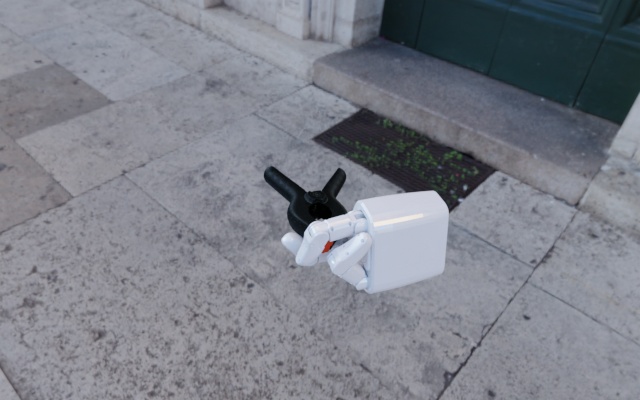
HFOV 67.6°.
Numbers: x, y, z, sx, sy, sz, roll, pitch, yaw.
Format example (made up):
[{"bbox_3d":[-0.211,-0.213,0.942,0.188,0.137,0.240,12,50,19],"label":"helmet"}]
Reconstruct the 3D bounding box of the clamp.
[{"bbox_3d":[0.000,0.002,0.644,0.120,0.039,0.171,-10,42,-17],"label":"clamp"}]
